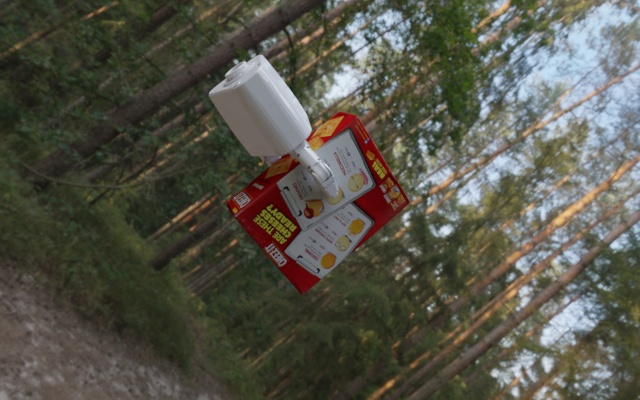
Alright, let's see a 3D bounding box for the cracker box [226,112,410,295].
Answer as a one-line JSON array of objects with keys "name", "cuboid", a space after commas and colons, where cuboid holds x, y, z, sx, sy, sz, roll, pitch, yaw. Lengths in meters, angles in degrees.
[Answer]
[{"name": "cracker box", "cuboid": [0.000, 0.002, 0.690, 0.213, 0.164, 0.072, -40, 26, -7]}]
